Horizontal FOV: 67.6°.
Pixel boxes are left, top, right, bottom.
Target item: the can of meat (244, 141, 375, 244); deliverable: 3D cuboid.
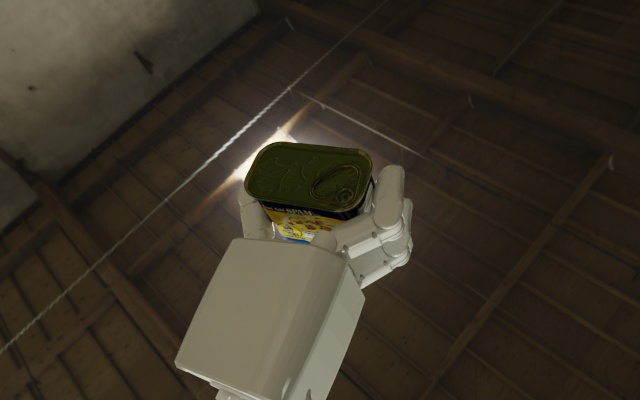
[{"bbox_3d":[0.000,0.001,0.401,0.102,0.057,0.084,9,-30,24],"label":"can of meat"}]
